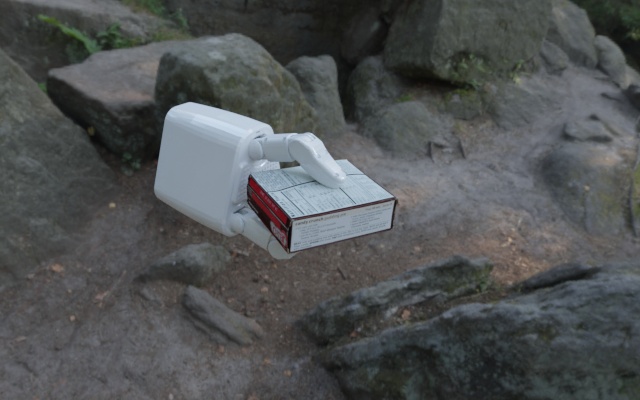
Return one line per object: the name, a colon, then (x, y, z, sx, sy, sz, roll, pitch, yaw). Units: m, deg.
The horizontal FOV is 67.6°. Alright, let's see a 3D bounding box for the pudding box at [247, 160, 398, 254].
pudding box: (0.000, 0.001, 0.441, 0.113, 0.039, 0.090, -12, 35, -27)
